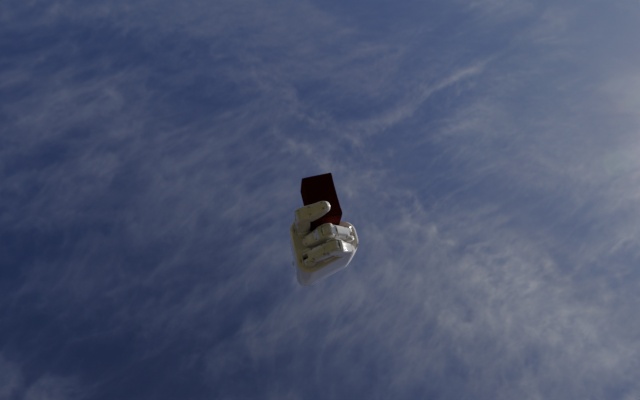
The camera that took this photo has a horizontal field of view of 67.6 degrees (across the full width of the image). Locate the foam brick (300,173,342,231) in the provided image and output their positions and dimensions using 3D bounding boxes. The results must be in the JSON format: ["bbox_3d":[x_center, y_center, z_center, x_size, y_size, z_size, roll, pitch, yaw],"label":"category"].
[{"bbox_3d":[0.000,0.002,0.797,0.053,0.078,0.051,-10,-24,-9],"label":"foam brick"}]
